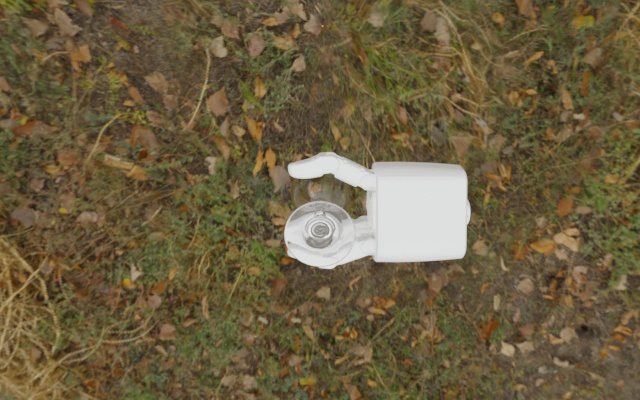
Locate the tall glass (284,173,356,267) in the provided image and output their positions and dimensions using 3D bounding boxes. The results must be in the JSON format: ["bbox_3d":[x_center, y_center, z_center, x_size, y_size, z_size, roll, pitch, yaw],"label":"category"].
[{"bbox_3d":[0.000,0.002,0.586,0.079,0.079,0.201,0,20,0],"label":"tall glass"}]
